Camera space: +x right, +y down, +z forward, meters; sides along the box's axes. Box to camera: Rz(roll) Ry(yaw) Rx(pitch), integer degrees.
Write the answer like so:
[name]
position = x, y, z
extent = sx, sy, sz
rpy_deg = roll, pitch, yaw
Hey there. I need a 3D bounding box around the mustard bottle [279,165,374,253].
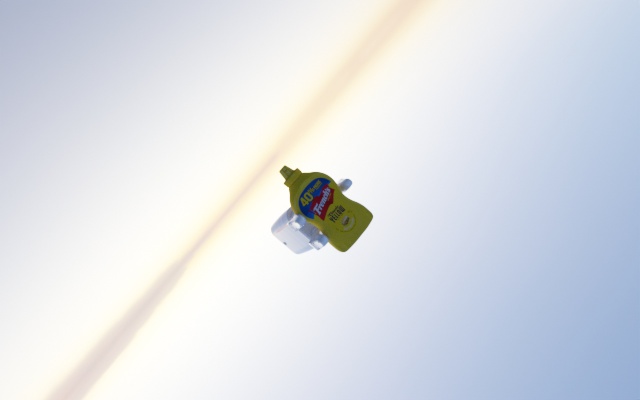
[mustard bottle]
position = 0.000, 0.003, 0.888
extent = 0.191, 0.096, 0.058
rpy_deg = 41, -8, -8
